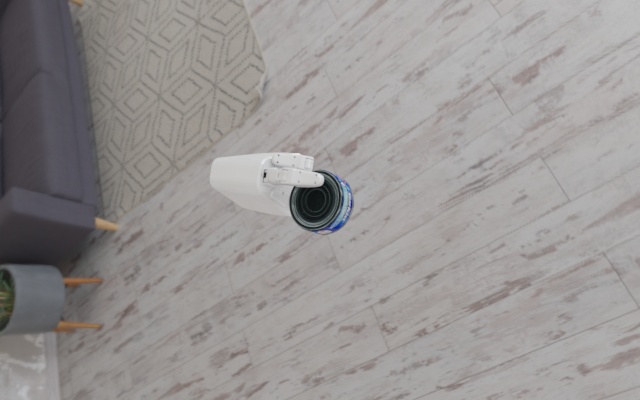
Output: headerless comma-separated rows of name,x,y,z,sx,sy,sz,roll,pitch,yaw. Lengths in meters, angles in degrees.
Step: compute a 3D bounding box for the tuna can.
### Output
tuna can,0.000,0.002,0.648,0.086,0.086,0.034,0,-11,31
